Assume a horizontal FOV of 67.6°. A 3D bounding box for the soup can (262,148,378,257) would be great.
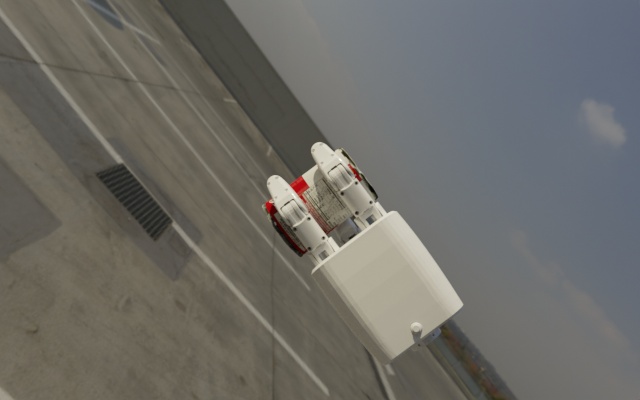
[{"bbox_3d":[0.000,0.001,0.497,0.102,0.068,0.068,-37,-2,2],"label":"soup can"}]
